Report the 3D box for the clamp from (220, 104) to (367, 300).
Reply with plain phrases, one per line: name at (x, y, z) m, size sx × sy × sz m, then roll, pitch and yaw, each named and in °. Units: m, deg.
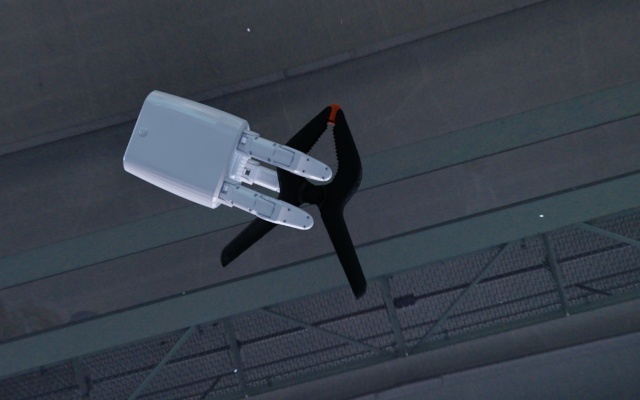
clamp at (0.000, 0.001, 0.529) m, size 0.164 × 0.210 × 0.036 m, roll 21°, pitch 1°, yaw -3°
